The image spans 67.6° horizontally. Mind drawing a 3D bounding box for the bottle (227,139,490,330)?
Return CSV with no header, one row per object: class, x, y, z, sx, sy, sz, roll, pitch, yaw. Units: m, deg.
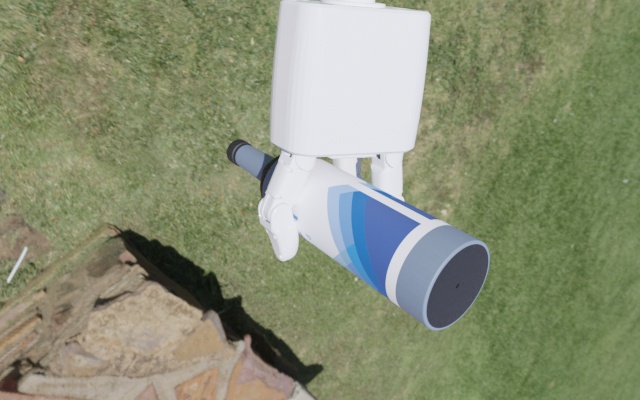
bottle,0.000,0.002,0.413,0.069,0.069,0.295,0,22,-41
